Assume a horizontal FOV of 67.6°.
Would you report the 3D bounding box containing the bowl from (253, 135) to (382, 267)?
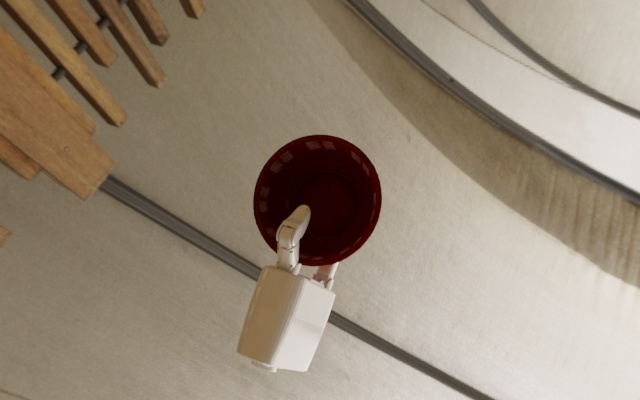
[{"bbox_3d":[0.001,0.001,0.599,0.162,0.162,0.055,0,-8,16],"label":"bowl"}]
